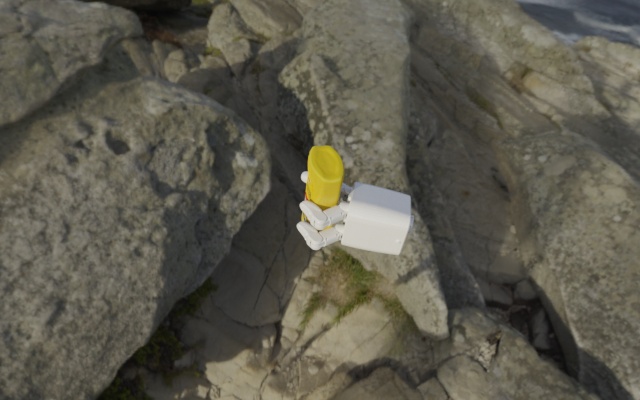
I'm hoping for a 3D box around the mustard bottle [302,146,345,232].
[{"bbox_3d":[0.000,0.003,0.852,0.058,0.192,0.096,-5,46,-14],"label":"mustard bottle"}]
